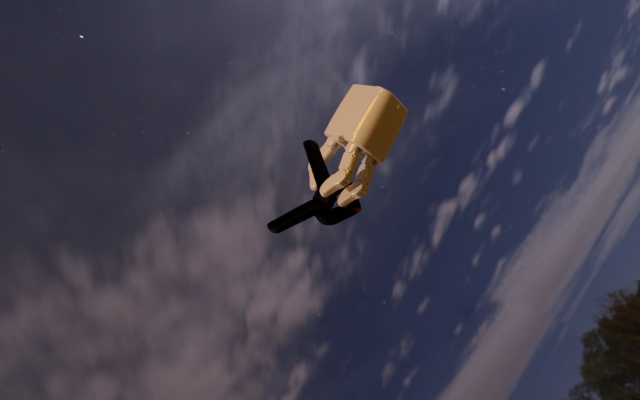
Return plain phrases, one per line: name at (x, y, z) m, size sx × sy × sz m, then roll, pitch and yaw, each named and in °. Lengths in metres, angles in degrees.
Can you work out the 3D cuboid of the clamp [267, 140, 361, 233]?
clamp at (0.000, 0.002, 0.848) m, size 0.036 × 0.164 × 0.210 m, roll 30°, pitch 1°, yaw 39°
